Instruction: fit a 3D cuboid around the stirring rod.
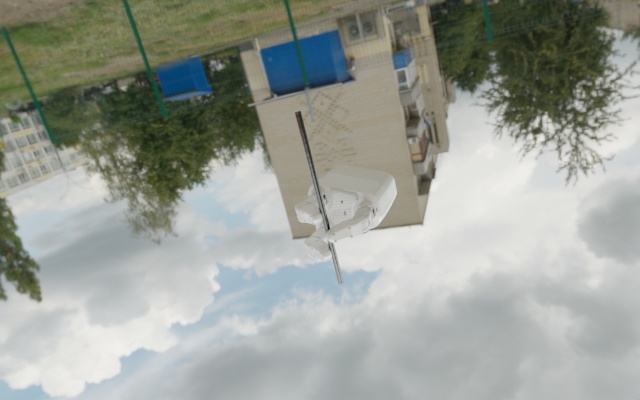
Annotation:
[{"bbox_3d":[0.000,0.002,0.625,0.011,0.239,0.011,-13,17,4],"label":"stirring rod"}]
